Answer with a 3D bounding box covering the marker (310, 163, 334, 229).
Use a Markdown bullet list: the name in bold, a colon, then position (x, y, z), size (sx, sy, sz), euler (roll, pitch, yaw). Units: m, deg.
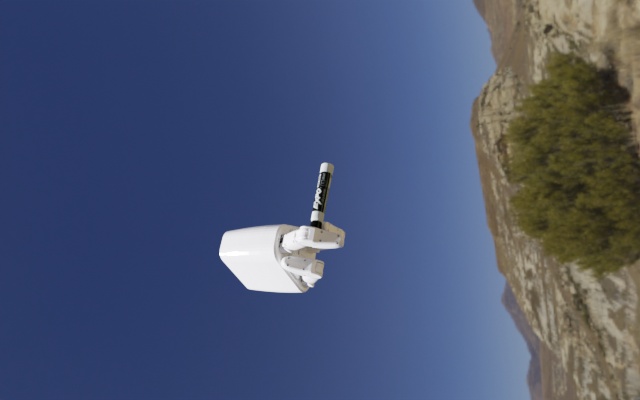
- **marker**: position (0.000, 0.002, 0.676), size (0.020, 0.121, 0.020), euler (9, -26, 4)
